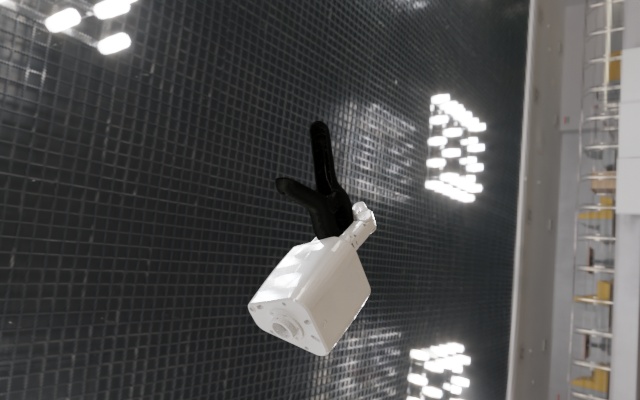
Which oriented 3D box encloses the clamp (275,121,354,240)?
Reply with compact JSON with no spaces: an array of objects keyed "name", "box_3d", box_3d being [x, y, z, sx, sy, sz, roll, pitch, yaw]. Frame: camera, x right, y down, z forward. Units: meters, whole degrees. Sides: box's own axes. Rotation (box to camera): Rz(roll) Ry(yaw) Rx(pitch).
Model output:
[{"name":"clamp","box_3d":[0.000,0.002,0.590,0.039,0.171,0.120,1,35,37]}]
